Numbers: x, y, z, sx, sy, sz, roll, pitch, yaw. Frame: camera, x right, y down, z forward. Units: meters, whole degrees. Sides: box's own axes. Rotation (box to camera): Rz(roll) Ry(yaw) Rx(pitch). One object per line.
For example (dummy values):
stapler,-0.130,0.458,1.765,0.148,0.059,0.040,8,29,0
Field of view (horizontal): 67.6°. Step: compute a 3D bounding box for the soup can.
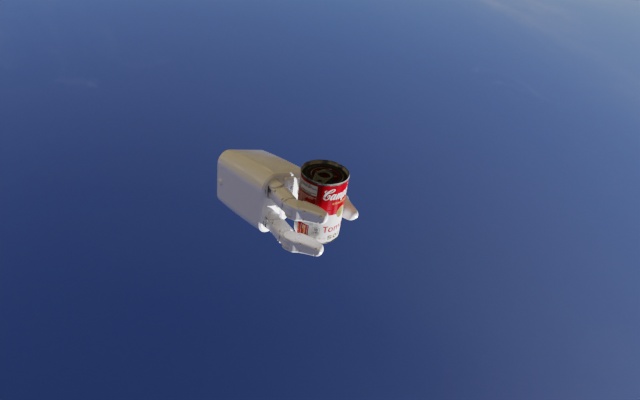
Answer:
soup can,0.001,0.003,0.681,0.068,0.102,0.068,6,32,-4
